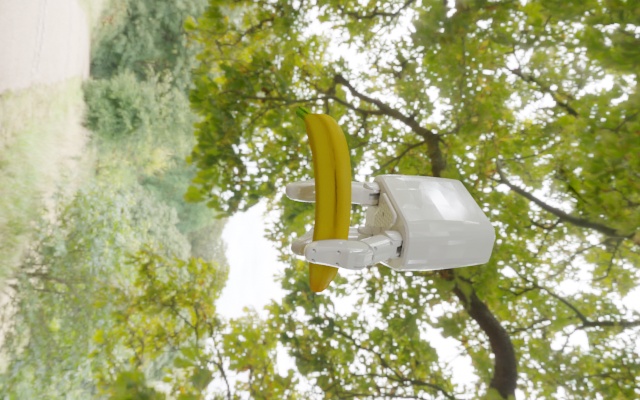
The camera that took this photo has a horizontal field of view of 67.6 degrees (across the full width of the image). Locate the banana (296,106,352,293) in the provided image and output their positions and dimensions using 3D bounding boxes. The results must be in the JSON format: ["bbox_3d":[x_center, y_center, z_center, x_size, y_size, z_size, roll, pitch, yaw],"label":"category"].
[{"bbox_3d":[0.006,-0.003,0.482,0.037,0.198,0.069,-2,-2,-21],"label":"banana"}]
